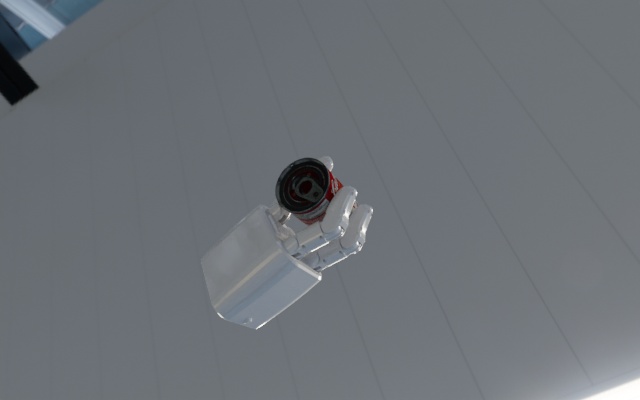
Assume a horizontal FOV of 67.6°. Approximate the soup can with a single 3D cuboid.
[{"bbox_3d":[0.001,0.002,0.575,0.068,0.068,0.102,0,-23,27],"label":"soup can"}]
